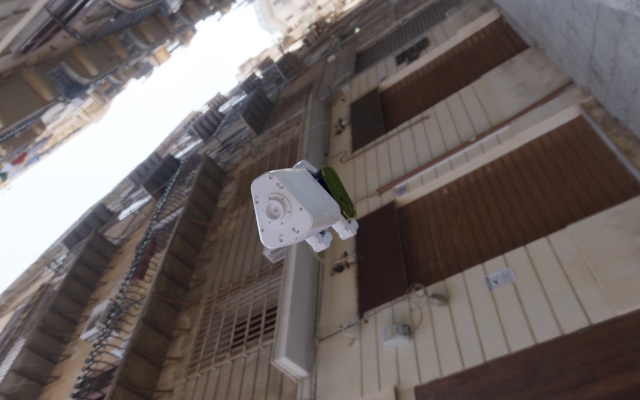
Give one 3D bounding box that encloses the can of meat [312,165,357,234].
[{"bbox_3d":[0.000,0.003,0.826,0.084,0.102,0.057,-29,-3,22],"label":"can of meat"}]
